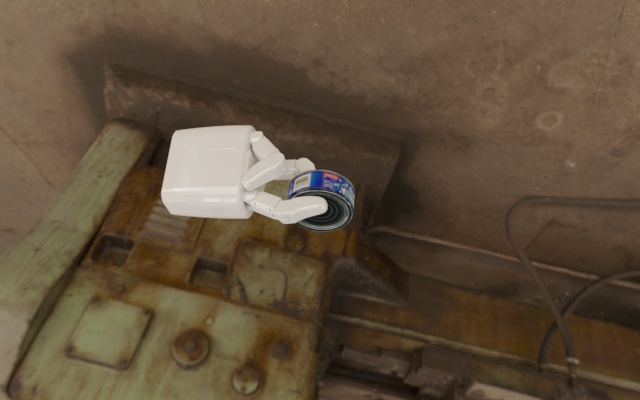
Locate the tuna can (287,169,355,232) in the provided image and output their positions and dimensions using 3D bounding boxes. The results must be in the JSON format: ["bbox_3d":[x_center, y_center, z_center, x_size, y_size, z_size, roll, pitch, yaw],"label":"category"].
[{"bbox_3d":[0.000,0.002,0.599,0.086,0.033,0.086,4,-40,3],"label":"tuna can"}]
